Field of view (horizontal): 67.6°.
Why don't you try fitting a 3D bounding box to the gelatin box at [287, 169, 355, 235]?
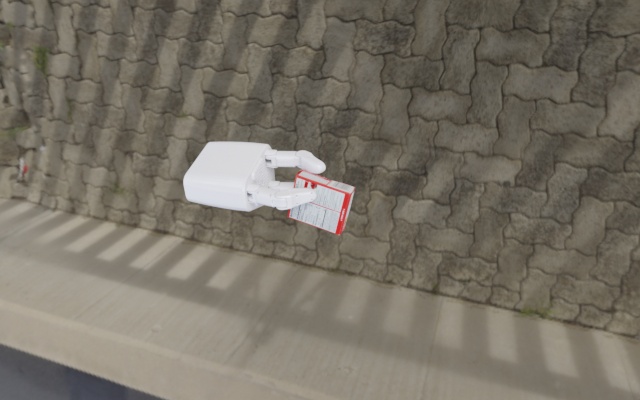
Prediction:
[{"bbox_3d":[0.000,0.003,0.716,0.089,0.073,0.030,19,28,12],"label":"gelatin box"}]
